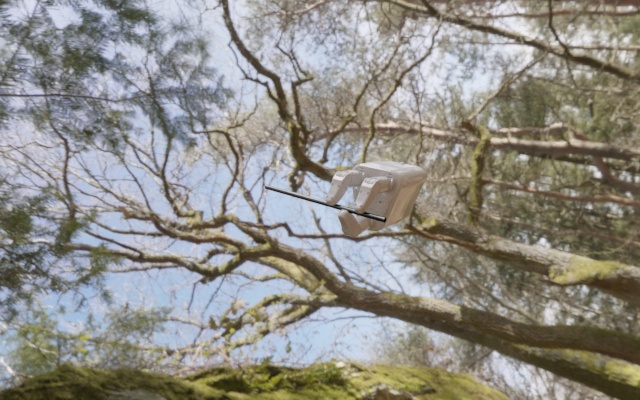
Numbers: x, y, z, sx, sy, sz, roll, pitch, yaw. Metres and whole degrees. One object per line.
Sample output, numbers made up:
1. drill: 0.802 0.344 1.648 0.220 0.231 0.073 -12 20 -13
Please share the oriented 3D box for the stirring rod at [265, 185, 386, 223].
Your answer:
1. stirring rod: 0.000 0.003 0.775 0.239 0.011 0.011 16 9 34
